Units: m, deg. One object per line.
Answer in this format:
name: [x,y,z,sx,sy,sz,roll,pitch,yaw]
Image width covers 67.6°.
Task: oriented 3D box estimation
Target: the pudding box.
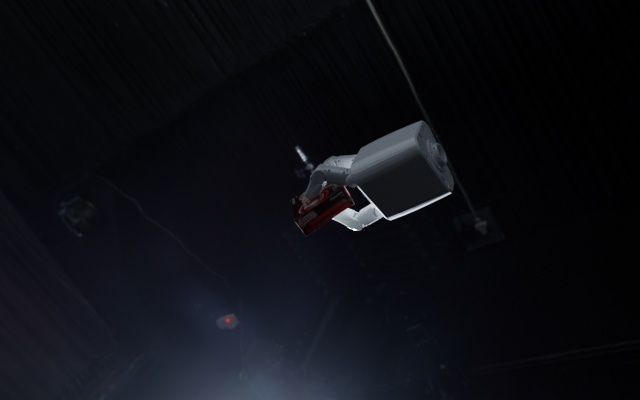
pudding box: [0.000,0.003,0.753,0.090,0.039,0.113,-33,14,3]
